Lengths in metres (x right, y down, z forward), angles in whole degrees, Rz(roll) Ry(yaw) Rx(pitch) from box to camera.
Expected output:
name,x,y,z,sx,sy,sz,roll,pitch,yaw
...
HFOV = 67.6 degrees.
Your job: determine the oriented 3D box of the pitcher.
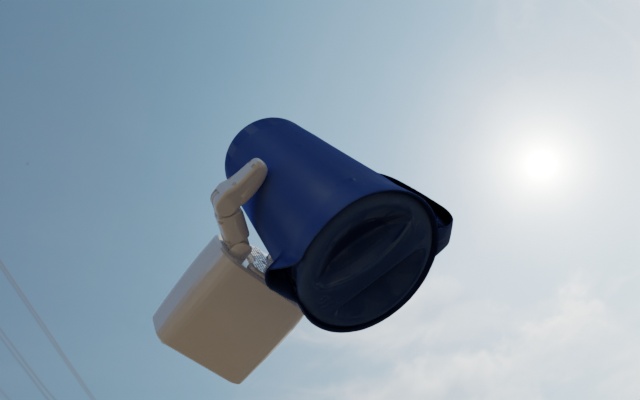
name,x,y,z,sx,sy,sz,roll,pitch,yaw
pitcher,0.000,0.002,0.474,0.149,0.145,0.242,37,5,-38
